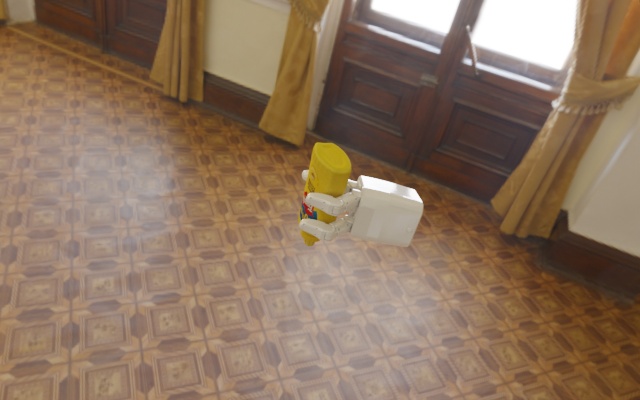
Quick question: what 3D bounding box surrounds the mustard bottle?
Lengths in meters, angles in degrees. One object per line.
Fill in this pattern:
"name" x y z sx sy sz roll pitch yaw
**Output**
"mustard bottle" 0.000 0.002 0.829 0.058 0.192 0.096 -2 37 -23
